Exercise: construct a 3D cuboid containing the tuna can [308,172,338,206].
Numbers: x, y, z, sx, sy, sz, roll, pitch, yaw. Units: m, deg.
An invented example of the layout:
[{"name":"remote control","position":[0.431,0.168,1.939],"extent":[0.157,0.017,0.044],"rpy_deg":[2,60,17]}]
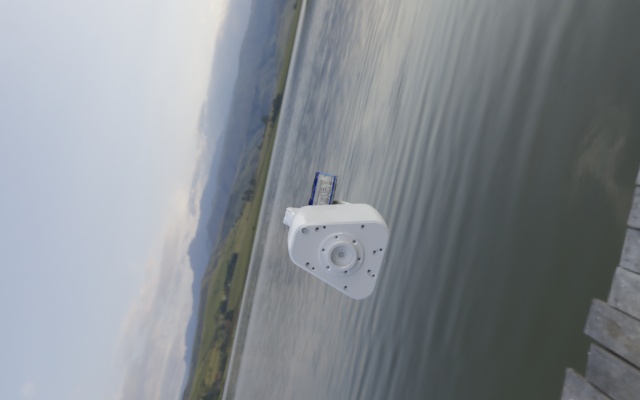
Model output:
[{"name":"tuna can","position":[0.000,0.002,0.699],"extent":[0.034,0.086,0.086],"rpy_deg":[12,0,-1]}]
